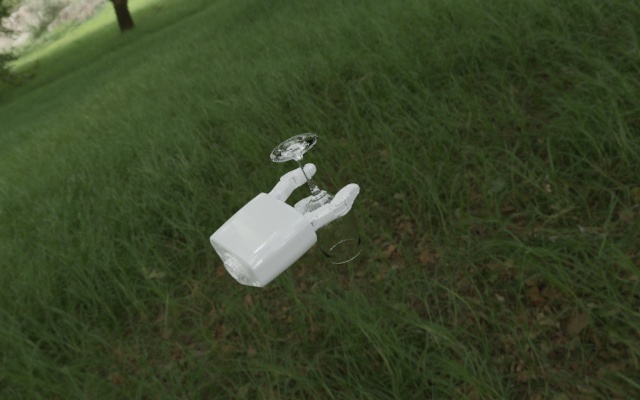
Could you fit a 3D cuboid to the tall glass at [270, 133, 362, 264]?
[{"bbox_3d":[0.000,0.002,0.728,0.079,0.201,0.079,-21,28,12],"label":"tall glass"}]
